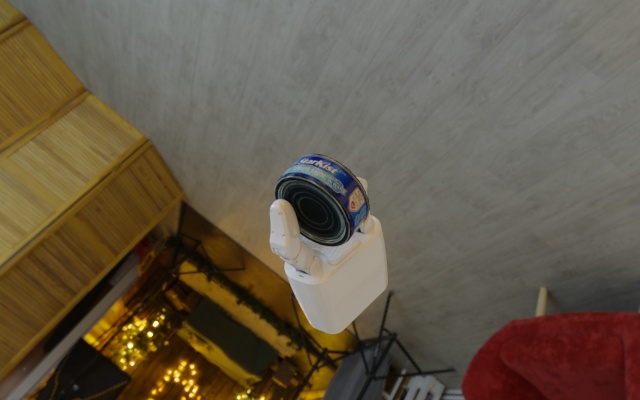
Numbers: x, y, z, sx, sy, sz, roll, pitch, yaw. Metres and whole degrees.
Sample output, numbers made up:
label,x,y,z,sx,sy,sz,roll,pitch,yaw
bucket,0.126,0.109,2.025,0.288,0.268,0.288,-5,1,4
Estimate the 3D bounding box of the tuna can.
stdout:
label,x,y,z,sx,sy,sz,roll,pitch,yaw
tuna can,0.000,0.002,0.440,0.086,0.086,0.033,0,38,43
